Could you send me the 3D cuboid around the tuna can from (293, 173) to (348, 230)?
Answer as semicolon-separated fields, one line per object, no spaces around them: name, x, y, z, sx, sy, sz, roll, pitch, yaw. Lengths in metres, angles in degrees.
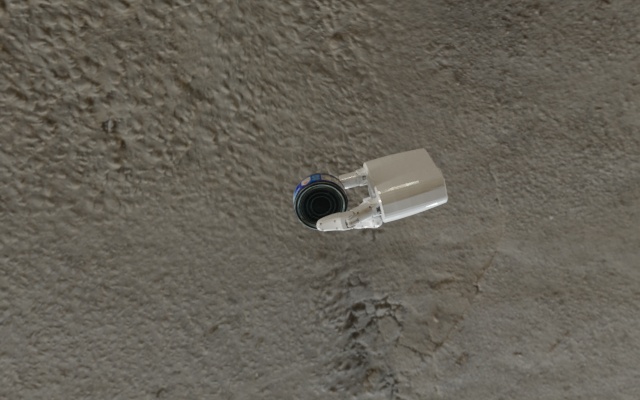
tuna can;0.000;0.003;0.746;0.086;0.086;0.033;0;25;-4
